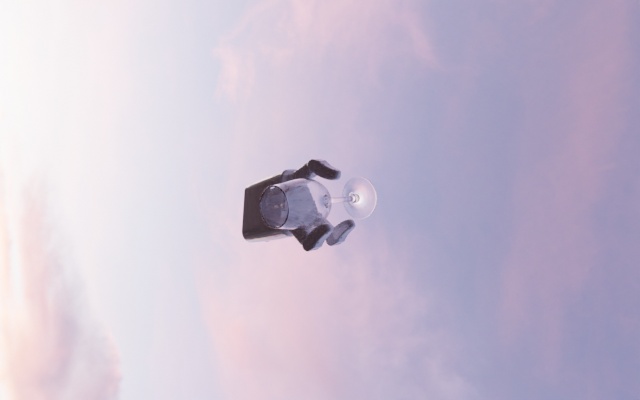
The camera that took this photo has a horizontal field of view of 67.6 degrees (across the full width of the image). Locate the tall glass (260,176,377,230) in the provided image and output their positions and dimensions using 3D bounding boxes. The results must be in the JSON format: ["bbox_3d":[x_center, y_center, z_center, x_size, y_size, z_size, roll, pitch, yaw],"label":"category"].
[{"bbox_3d":[0.001,0.002,0.752,0.079,0.079,0.201,0,4,42],"label":"tall glass"}]
